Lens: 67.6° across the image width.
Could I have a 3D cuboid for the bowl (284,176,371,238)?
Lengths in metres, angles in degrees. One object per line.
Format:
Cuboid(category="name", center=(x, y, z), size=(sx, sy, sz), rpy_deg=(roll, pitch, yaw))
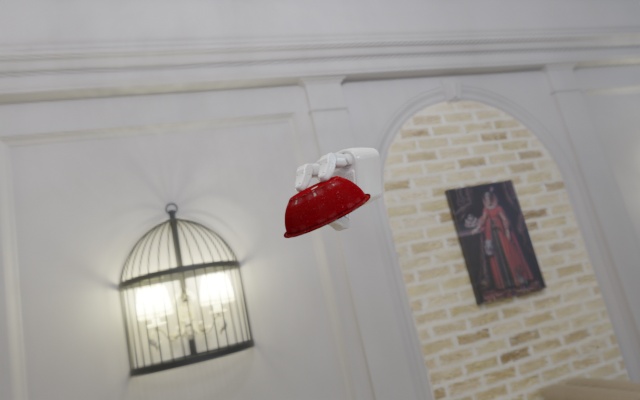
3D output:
Cuboid(category="bowl", center=(0.000, 0.003, 0.797), size=(0.162, 0.055, 0.162), rpy_deg=(-25, 7, 3))
